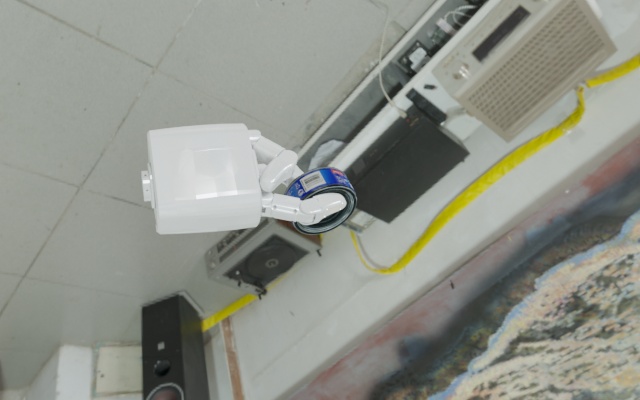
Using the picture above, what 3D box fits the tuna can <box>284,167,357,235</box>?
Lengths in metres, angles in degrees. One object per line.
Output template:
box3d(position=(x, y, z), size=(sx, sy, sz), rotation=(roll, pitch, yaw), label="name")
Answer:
box3d(position=(0.000, 0.002, 0.577), size=(0.086, 0.086, 0.033), rotation=(0, 44, -30), label="tuna can")
